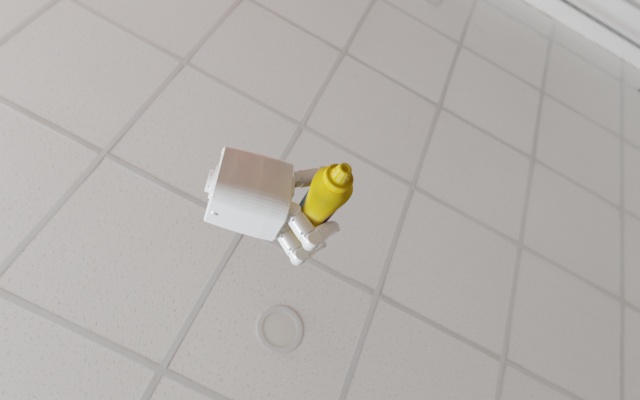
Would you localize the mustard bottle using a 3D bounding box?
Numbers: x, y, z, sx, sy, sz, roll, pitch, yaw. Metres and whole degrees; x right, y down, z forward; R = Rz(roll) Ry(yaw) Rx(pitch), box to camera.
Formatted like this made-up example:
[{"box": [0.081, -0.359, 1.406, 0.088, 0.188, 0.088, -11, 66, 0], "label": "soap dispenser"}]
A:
[{"box": [0.000, 0.003, 0.697, 0.058, 0.096, 0.192, 36, -35, 1], "label": "mustard bottle"}]
